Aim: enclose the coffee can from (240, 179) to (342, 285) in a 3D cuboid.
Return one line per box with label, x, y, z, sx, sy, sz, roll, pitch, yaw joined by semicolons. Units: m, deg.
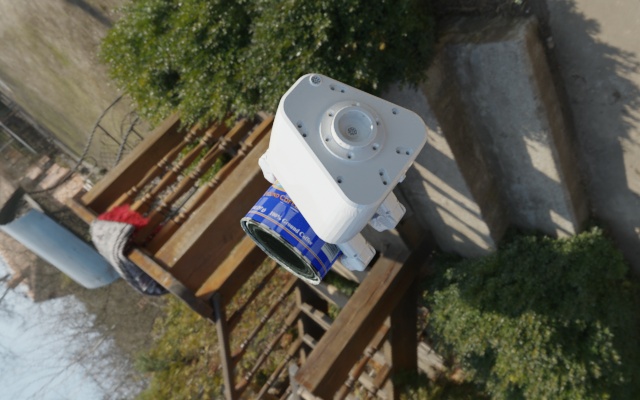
coffee can;0.000;0.002;0.504;0.103;0.140;0.103;34;-19;14
